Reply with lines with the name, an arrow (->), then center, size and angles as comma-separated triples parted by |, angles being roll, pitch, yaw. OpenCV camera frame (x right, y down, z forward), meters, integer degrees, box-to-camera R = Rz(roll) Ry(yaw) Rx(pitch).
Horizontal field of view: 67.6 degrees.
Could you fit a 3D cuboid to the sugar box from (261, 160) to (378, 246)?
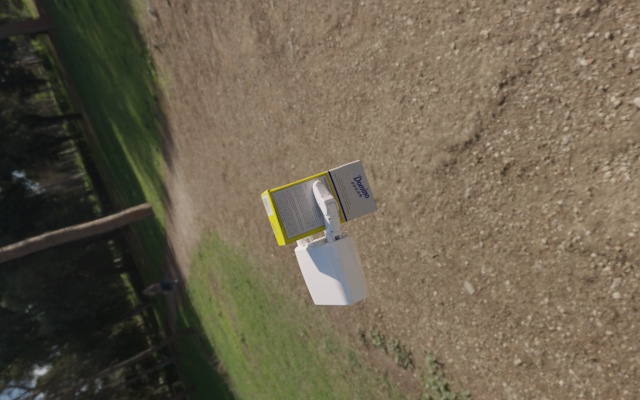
sugar box -> 0.000, 0.003, 0.798 | 0.176, 0.093, 0.048 | -19, 0, -23
